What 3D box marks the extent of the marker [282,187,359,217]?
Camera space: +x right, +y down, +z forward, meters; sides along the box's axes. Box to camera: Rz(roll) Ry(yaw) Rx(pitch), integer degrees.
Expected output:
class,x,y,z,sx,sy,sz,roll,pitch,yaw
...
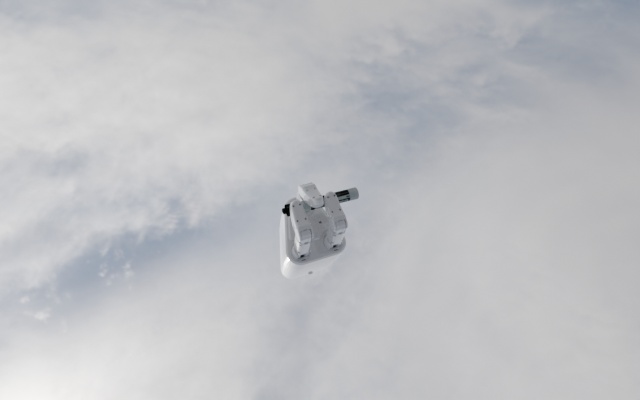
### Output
class,x,y,z,sx,sy,sz,roll,pitch,yaw
marker,0.000,0.002,0.722,0.121,0.020,0.020,-14,4,-17
